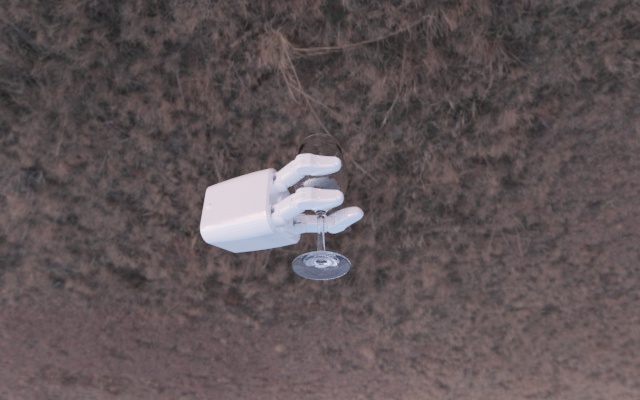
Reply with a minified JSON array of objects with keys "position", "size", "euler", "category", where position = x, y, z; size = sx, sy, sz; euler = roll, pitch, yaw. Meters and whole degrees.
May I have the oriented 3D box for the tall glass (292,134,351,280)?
[{"position":[0.000,0.003,0.657],"size":[0.079,0.201,0.079],"euler":[0,-35,0],"category":"tall glass"}]
